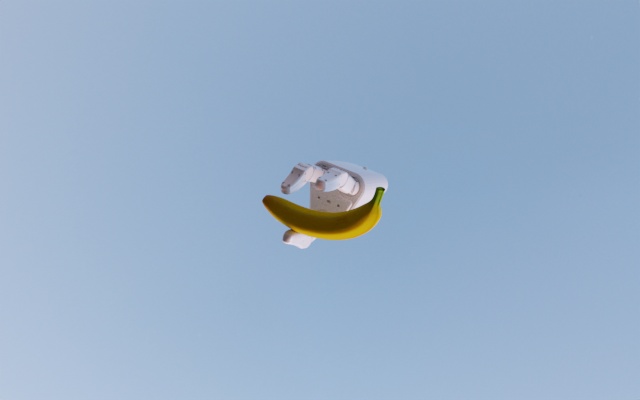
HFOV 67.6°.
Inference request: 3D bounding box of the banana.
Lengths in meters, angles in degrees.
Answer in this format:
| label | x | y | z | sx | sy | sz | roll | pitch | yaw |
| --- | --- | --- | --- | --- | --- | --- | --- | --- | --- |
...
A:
| label | x | y | z | sx | sy | sz | roll | pitch | yaw |
| --- | --- | --- | --- | --- | --- | --- | --- | --- | --- |
| banana | 0.005 | 0.020 | 0.652 | 0.198 | 0.069 | 0.037 | -4 | 5 | 32 |
